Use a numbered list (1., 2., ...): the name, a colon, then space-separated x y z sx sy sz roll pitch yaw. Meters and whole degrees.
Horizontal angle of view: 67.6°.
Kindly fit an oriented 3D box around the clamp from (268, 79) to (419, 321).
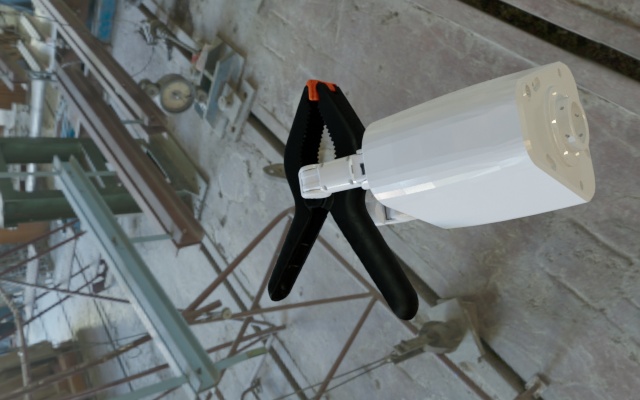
1. clamp: 0.000 0.001 0.427 0.164 0.210 0.036 -13 -6 41
